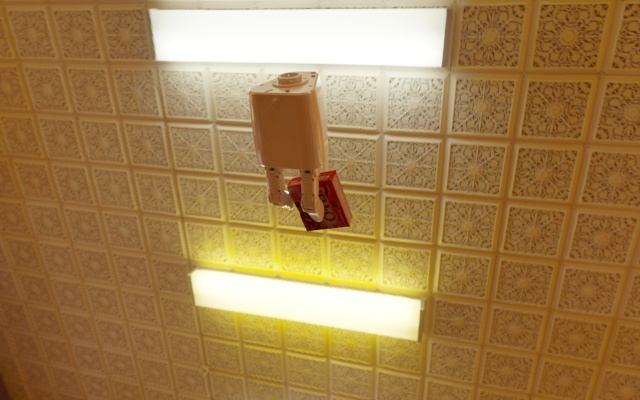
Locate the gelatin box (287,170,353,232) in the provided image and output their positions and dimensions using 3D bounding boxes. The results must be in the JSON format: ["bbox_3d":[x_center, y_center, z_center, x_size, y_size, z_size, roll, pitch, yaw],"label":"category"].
[{"bbox_3d":[0.000,0.002,0.721,0.073,0.089,0.030,-8,32,23],"label":"gelatin box"}]
